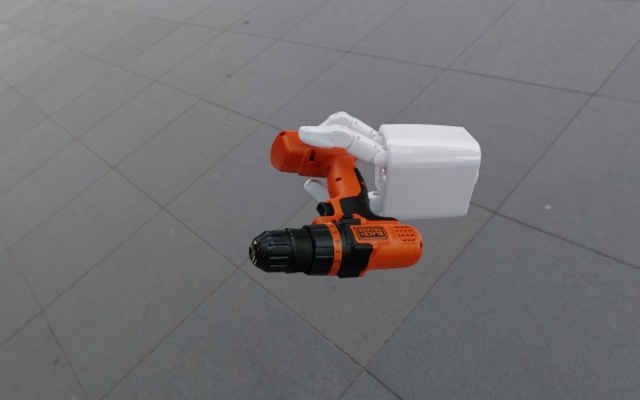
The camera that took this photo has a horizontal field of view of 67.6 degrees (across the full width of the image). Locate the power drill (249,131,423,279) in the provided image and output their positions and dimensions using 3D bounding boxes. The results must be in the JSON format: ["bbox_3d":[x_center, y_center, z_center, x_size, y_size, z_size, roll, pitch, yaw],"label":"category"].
[{"bbox_3d":[0.000,0.001,0.523,0.184,0.187,0.057,2,-44,-25],"label":"power drill"}]
